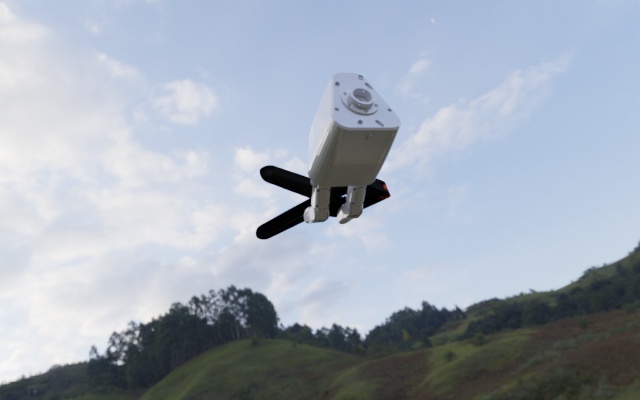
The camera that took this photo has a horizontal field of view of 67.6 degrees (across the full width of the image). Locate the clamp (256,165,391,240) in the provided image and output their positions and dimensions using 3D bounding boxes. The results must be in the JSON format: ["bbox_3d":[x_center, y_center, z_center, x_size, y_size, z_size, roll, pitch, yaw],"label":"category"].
[{"bbox_3d":[0.000,0.001,0.714,0.210,0.036,0.165,-4,-34,-21],"label":"clamp"}]
